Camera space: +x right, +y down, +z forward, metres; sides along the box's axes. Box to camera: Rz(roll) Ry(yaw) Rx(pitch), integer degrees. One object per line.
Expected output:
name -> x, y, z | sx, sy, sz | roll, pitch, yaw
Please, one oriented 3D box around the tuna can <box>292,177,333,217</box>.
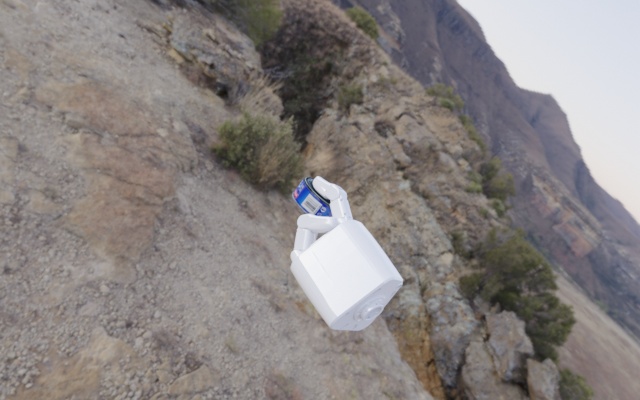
tuna can -> 0.000, 0.002, 0.735 | 0.086, 0.034, 0.086 | 35, 16, -12
